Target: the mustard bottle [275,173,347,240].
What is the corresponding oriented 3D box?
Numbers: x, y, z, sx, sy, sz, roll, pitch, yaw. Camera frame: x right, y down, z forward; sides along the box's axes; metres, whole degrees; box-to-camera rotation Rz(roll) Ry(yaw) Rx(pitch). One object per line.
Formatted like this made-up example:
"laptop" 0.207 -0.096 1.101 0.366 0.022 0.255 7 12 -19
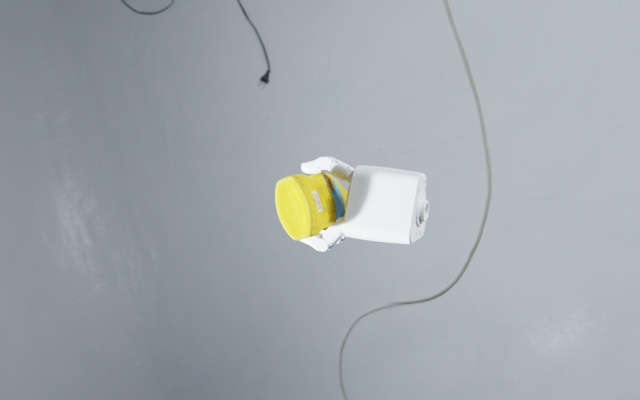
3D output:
"mustard bottle" 0.000 0.003 0.783 0.058 0.096 0.191 -19 -3 26
